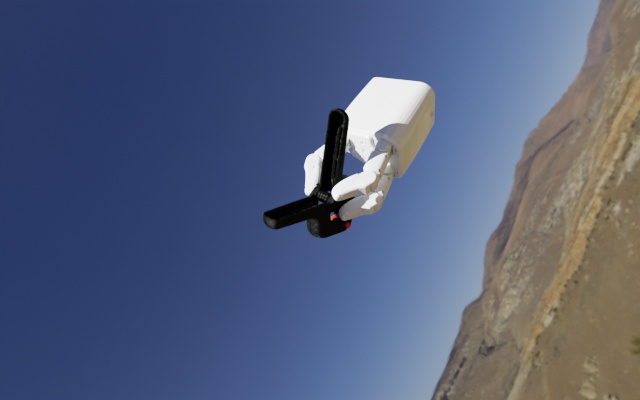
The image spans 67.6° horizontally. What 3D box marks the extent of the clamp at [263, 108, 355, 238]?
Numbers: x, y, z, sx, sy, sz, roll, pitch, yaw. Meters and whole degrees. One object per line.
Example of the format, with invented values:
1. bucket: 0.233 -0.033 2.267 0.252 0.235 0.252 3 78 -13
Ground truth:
1. clamp: 0.000 0.002 0.626 0.036 0.164 0.210 28 -20 25
